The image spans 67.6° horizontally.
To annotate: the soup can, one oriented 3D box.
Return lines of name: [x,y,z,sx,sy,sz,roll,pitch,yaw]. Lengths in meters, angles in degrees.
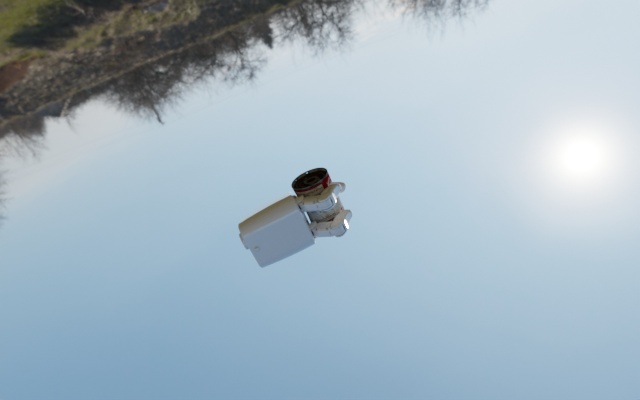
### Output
soup can: [0.001,0.003,0.839,0.068,0.102,0.068,-20,26,10]
